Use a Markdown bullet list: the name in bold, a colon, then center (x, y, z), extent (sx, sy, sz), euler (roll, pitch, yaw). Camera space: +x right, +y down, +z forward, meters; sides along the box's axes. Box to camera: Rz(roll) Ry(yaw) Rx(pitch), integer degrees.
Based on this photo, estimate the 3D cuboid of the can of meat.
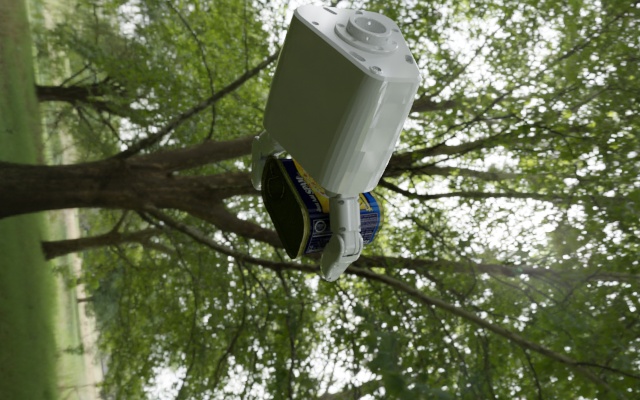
- **can of meat**: center (0.000, 0.002, 0.455), extent (0.084, 0.057, 0.102), euler (-6, 45, -27)
